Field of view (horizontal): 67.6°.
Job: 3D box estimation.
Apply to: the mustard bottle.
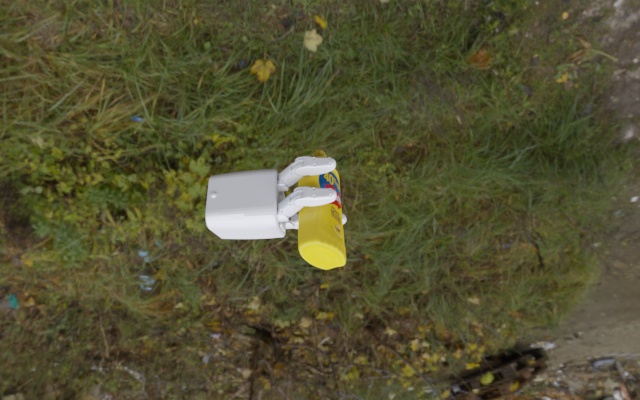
[{"bbox_3d":[0.000,0.003,0.736,0.058,0.191,0.096,-18,-35,22],"label":"mustard bottle"}]
